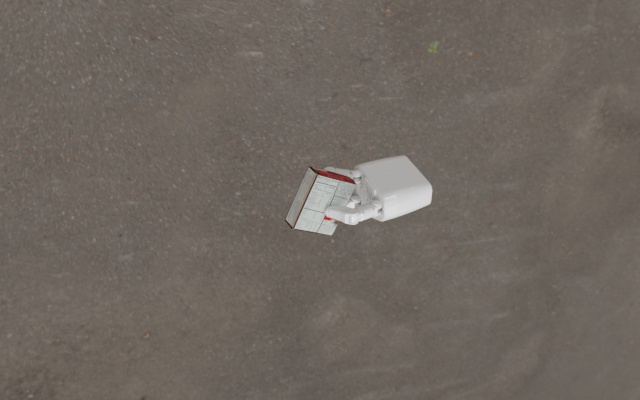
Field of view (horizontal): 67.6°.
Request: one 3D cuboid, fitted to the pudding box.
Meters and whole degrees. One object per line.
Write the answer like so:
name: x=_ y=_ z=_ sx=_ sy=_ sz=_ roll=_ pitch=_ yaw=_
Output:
pudding box: x=0.000 y=0.003 z=0.838 sx=0.090 sy=0.113 sz=0.039 roll=13 pitch=19 yaw=-35
